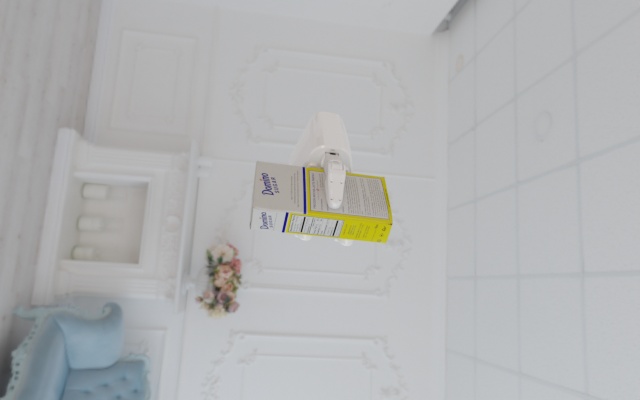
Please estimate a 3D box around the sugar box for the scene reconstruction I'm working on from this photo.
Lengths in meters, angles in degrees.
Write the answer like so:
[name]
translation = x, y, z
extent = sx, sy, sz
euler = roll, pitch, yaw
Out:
[sugar box]
translation = 0.000, 0.002, 0.617
extent = 0.176, 0.048, 0.093
euler = 5, 42, -7
